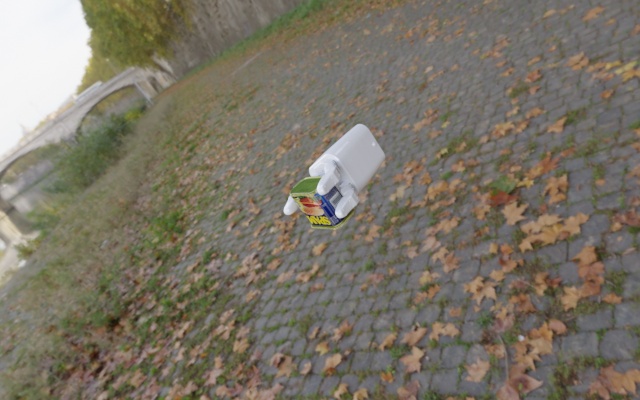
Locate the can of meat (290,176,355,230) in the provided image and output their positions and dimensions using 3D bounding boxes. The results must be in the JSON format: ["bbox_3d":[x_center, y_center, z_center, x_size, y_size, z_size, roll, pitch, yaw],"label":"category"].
[{"bbox_3d":[0.000,0.003,0.876,0.057,0.084,0.102,-46,23,-25],"label":"can of meat"}]
